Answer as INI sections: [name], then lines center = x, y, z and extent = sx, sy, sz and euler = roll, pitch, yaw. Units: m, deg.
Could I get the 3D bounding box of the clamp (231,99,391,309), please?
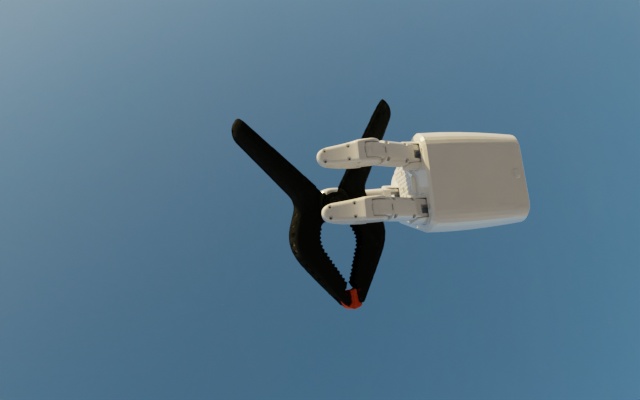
[clamp]
center = 0.000, 0.002, 0.470
extent = 0.164, 0.210, 0.036
euler = -3, -11, -9
